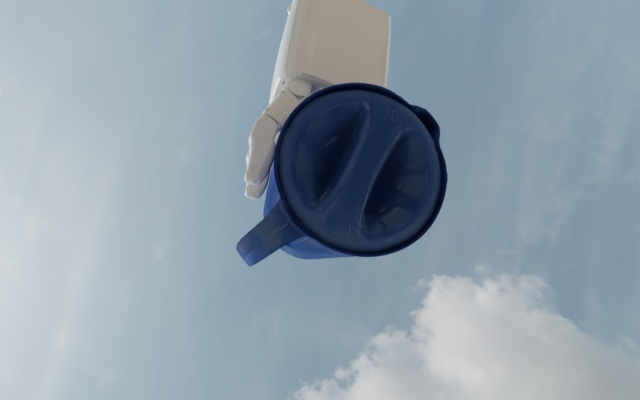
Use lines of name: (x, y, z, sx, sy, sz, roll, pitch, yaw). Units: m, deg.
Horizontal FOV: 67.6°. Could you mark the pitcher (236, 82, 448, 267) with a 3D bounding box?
pitcher: (0.000, 0.001, 0.458, 0.149, 0.145, 0.243, 9, -13, -11)
